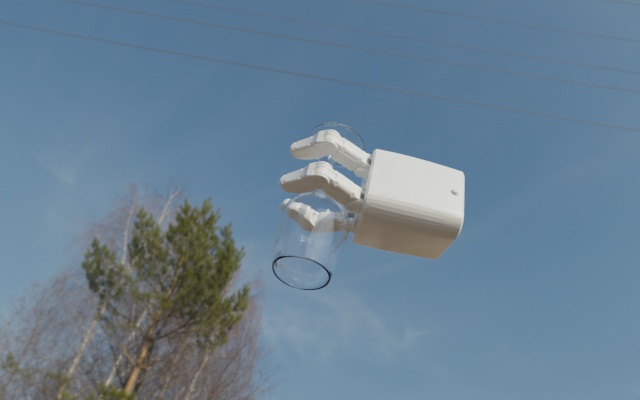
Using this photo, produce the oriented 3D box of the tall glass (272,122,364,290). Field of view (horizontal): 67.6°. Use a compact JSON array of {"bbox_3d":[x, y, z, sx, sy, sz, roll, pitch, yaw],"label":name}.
[{"bbox_3d":[0.000,0.001,0.550,0.079,0.201,0.079,9,-41,8],"label":"tall glass"}]
